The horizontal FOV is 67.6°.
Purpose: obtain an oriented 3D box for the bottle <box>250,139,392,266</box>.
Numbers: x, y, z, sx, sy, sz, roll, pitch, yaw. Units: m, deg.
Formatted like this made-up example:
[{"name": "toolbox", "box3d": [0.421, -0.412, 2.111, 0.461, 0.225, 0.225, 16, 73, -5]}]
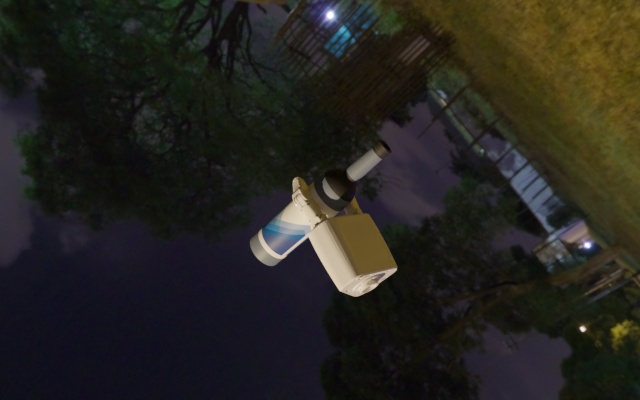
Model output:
[{"name": "bottle", "box3d": [0.000, 0.003, 0.803, 0.296, 0.069, 0.069, -41, -19, 24]}]
